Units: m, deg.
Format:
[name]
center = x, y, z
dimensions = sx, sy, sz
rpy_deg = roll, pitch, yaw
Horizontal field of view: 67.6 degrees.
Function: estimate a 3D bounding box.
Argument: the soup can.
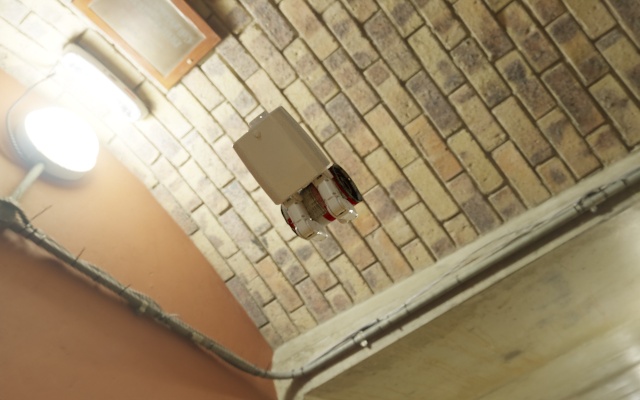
[soup can]
center = 0.000, 0.003, 0.698
dimensions = 0.102, 0.068, 0.068
rpy_deg = -36, -12, 17
